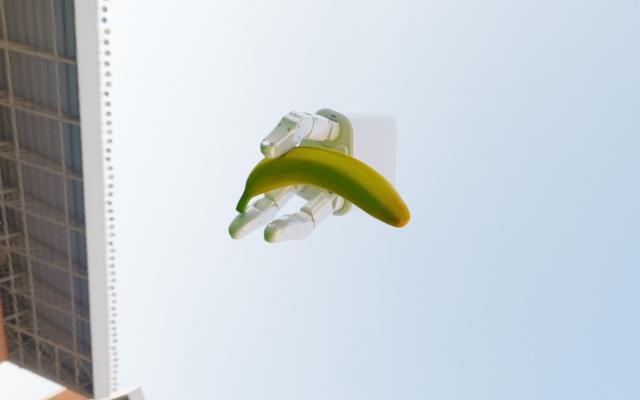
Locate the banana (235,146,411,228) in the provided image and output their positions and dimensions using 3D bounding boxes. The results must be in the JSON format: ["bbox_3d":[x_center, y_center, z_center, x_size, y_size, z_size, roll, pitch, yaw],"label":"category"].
[{"bbox_3d":[-0.003,-0.017,0.452,0.198,0.069,0.037,4,10,37],"label":"banana"}]
